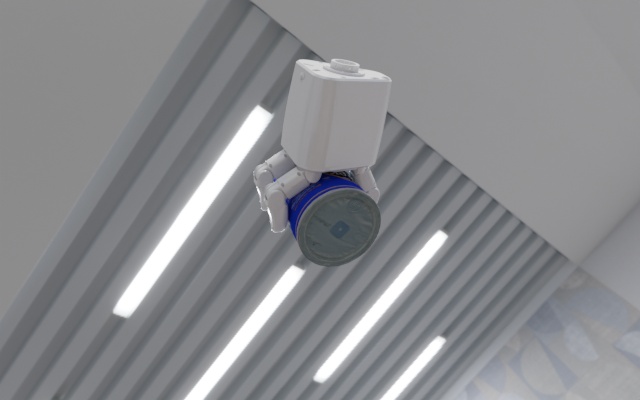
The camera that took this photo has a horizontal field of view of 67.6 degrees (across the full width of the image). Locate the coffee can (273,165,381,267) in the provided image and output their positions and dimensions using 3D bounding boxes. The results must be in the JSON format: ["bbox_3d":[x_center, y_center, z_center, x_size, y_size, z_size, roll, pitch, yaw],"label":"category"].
[{"bbox_3d":[0.000,0.002,0.604,0.103,0.103,0.140,0,27,-22],"label":"coffee can"}]
